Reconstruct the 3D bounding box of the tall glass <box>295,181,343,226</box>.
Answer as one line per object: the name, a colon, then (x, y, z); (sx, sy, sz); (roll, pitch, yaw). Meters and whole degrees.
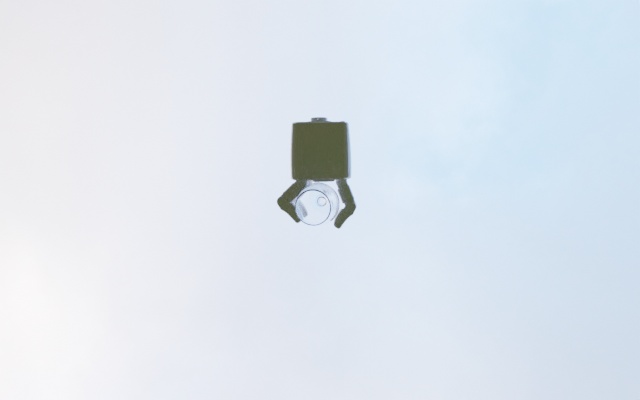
tall glass: (0.000, 0.003, 0.898); (0.079, 0.079, 0.201); (0, 6, 7)
